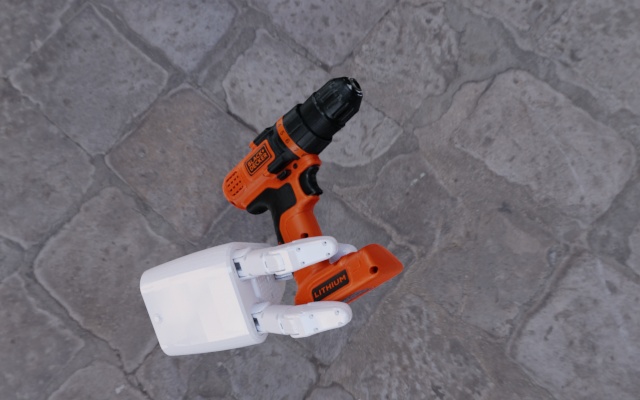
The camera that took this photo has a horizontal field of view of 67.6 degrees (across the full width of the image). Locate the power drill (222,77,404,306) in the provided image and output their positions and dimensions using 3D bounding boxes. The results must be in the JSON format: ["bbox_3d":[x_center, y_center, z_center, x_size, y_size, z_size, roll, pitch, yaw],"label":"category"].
[{"bbox_3d":[0.000,0.002,0.454,0.184,0.187,0.057,-39,-24,30],"label":"power drill"}]
